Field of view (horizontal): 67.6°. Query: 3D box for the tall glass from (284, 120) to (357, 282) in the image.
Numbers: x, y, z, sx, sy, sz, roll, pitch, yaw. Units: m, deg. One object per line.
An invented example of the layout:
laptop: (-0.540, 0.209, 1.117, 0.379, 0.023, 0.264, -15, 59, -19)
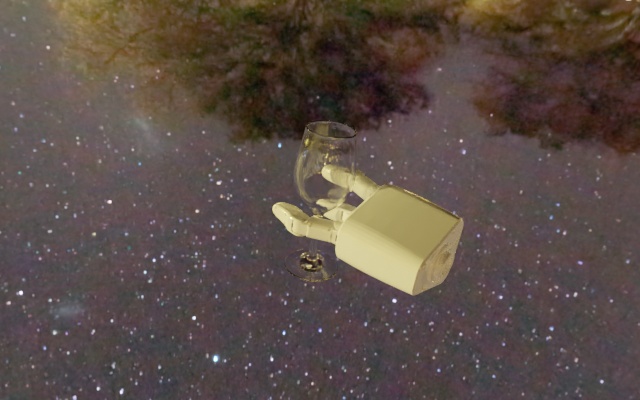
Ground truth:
tall glass: (0.000, 0.003, 0.614, 0.079, 0.201, 0.079, 6, 27, -3)
